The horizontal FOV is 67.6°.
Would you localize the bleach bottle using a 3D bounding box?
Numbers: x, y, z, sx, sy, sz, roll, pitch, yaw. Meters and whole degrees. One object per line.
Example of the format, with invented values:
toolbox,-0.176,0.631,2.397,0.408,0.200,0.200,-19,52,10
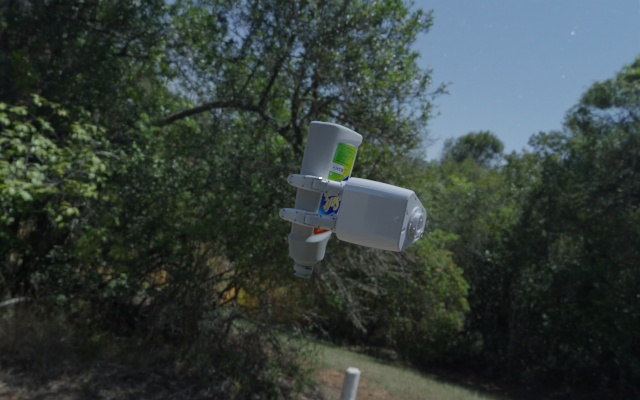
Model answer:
bleach bottle,0.000,0.003,0.792,0.068,0.251,0.102,13,1,32
